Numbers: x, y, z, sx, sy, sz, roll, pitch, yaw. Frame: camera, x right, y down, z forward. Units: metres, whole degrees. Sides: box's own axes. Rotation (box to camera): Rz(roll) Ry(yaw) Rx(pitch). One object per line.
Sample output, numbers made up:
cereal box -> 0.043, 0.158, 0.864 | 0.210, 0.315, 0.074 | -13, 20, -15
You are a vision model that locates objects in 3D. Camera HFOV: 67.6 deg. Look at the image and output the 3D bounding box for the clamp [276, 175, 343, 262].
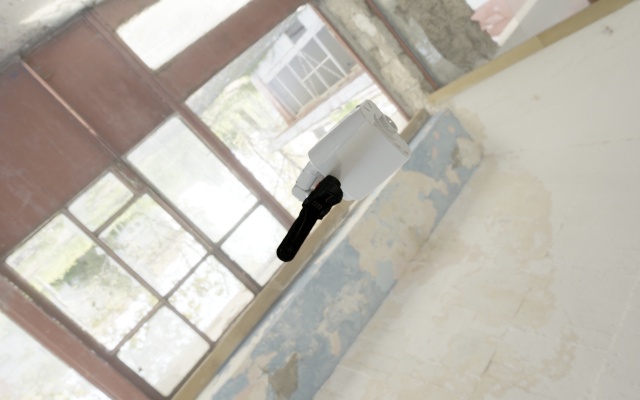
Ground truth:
clamp -> 0.001, 0.002, 0.638 | 0.120, 0.039, 0.171 | -43, 11, 27
